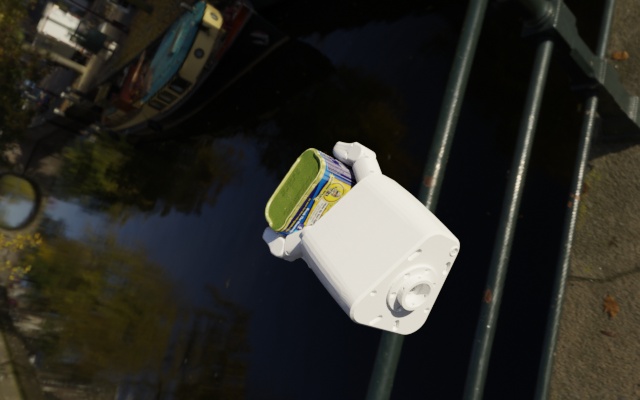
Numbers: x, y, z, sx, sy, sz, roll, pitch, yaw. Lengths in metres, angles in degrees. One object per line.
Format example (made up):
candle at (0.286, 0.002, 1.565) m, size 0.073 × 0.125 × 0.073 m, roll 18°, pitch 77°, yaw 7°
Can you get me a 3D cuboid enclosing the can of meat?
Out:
can of meat at (0.000, 0.002, 0.530) m, size 0.084 × 0.102 × 0.057 m, roll 24°, pitch 19°, yaw -36°
